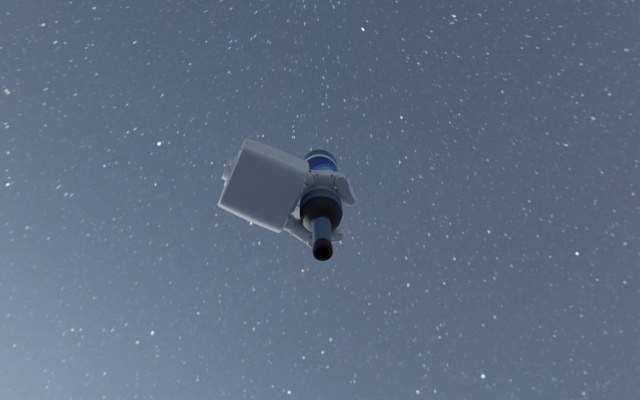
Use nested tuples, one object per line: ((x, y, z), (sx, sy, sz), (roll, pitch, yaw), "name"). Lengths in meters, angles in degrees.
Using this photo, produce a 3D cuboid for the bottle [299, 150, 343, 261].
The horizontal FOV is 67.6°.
((0.000, 0.002, 0.762), (0.069, 0.069, 0.295), (0, 27, -1), "bottle")
